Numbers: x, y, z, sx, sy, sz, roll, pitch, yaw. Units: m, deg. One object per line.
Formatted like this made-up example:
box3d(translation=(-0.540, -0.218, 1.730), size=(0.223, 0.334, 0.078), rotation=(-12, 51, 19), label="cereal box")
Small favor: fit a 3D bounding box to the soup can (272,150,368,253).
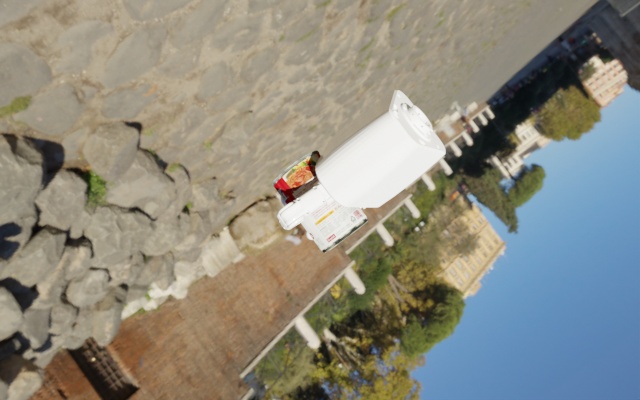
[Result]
box3d(translation=(0.000, 0.002, 0.561), size=(0.068, 0.102, 0.068), rotation=(-37, -4, -3), label="soup can")
